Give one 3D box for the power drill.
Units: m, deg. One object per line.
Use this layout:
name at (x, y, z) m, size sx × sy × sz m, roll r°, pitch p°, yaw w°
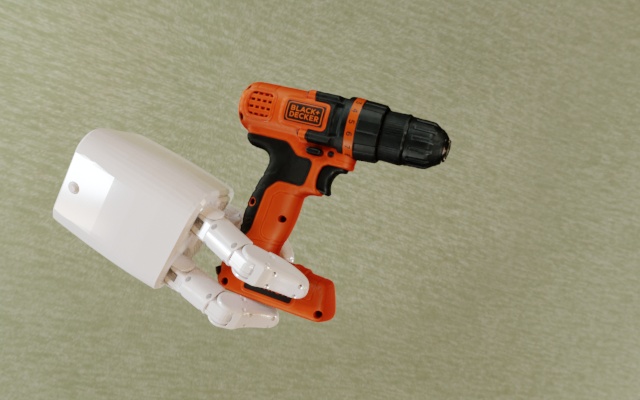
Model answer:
power drill at (0.000, 0.002, 0.408) m, size 0.184 × 0.187 × 0.057 m, roll 15°, pitch -1°, yaw 16°
